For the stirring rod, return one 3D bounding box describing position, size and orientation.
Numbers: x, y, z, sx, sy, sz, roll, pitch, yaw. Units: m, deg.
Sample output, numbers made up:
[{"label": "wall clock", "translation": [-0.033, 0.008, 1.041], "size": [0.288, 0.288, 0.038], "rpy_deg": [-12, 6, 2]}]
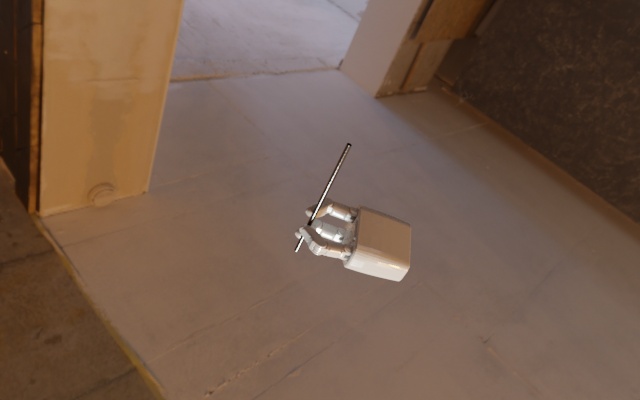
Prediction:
[{"label": "stirring rod", "translation": [0.000, 0.003, 0.793], "size": [0.011, 0.240, 0.011], "rpy_deg": [17, 37, -13]}]
